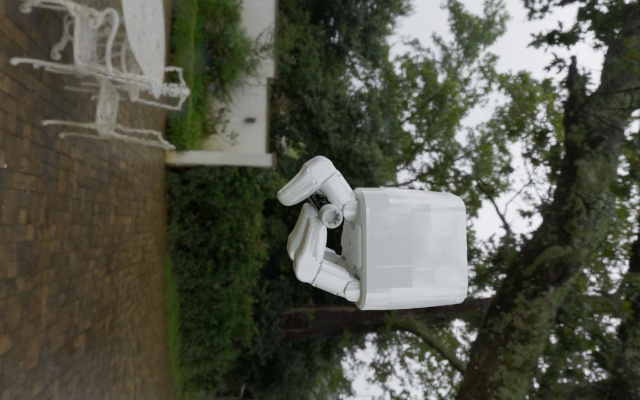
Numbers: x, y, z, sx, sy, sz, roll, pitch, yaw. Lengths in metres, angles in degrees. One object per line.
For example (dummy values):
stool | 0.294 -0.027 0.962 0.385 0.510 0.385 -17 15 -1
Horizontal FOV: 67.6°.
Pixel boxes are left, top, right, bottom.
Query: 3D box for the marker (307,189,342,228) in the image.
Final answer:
marker | 0.000 0.002 0.471 0.020 0.020 0.121 0 13 -10
